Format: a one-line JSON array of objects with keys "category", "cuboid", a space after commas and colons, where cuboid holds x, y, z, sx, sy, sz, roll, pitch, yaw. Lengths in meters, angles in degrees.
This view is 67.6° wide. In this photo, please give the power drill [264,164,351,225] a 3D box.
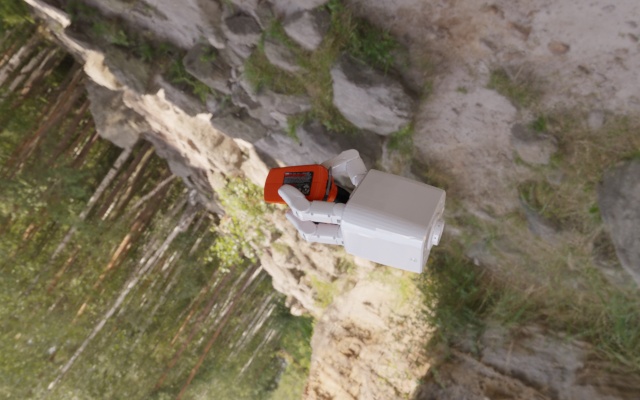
[{"category": "power drill", "cuboid": [0.000, 0.002, 0.735, 0.184, 0.057, 0.188, -3, -17, 35]}]
